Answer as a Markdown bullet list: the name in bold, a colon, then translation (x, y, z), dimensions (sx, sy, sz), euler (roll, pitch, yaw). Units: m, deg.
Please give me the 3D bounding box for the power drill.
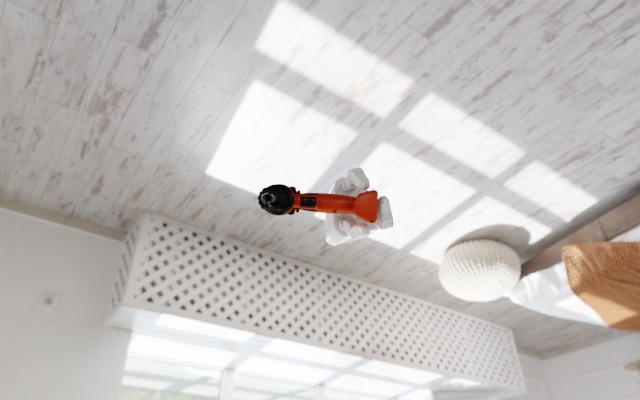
- **power drill**: translation (0.001, 0.003, 0.787), dimensions (0.187, 0.057, 0.184), euler (6, 2, 7)
